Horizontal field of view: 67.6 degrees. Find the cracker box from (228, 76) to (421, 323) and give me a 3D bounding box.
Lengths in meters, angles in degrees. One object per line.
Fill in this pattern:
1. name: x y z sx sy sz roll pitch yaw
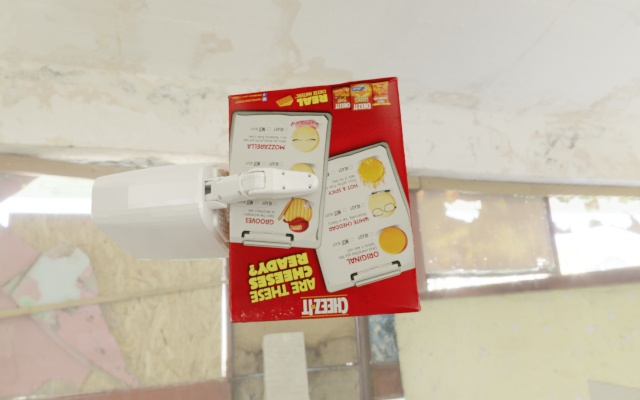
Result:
1. cracker box: 0.000 0.001 0.452 0.164 0.213 0.072 -5 -13 7
